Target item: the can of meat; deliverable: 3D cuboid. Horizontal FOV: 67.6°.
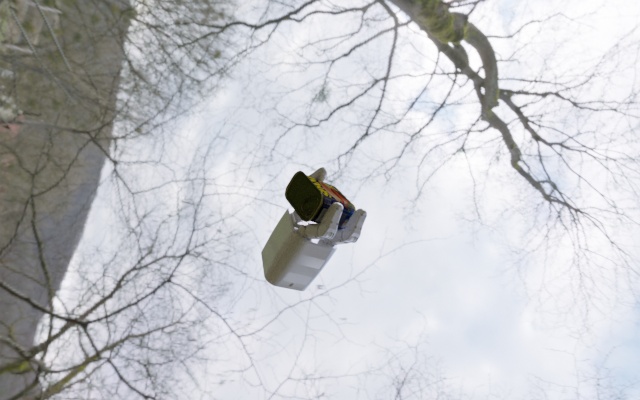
[{"bbox_3d":[0.000,0.003,0.813,0.084,0.057,0.102,20,19,-39],"label":"can of meat"}]
